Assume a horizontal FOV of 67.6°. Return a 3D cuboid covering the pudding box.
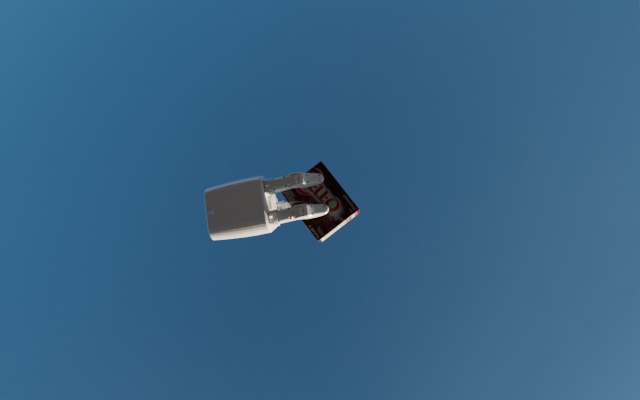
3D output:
[{"bbox_3d":[0.000,0.003,0.829,0.090,0.113,0.039,-38,-12,0],"label":"pudding box"}]
